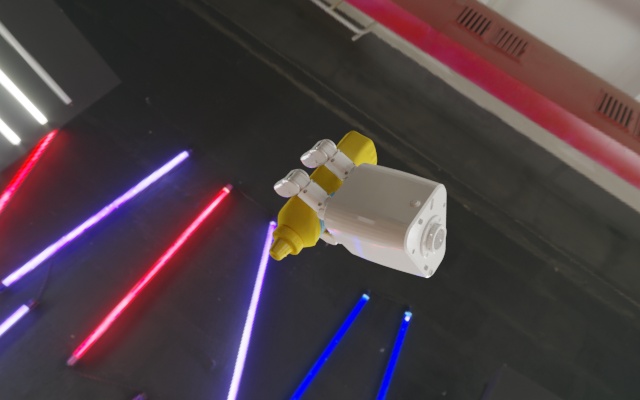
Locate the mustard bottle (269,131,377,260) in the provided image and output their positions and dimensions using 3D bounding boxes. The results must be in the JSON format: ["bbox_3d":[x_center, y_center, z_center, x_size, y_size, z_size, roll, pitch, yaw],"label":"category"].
[{"bbox_3d":[0.000,0.002,0.614,0.058,0.191,0.096,32,-29,15],"label":"mustard bottle"}]
